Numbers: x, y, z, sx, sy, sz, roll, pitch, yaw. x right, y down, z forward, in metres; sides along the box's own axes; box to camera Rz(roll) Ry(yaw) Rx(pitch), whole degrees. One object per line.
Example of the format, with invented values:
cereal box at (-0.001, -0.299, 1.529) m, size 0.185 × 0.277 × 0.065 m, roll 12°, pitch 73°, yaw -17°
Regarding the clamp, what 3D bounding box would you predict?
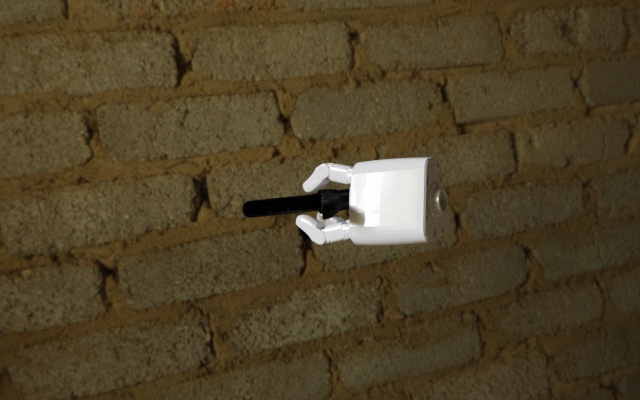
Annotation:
clamp at (0.001, 0.001, 0.713) m, size 0.164 × 0.036 × 0.210 m, roll 0°, pitch 6°, yaw 34°
